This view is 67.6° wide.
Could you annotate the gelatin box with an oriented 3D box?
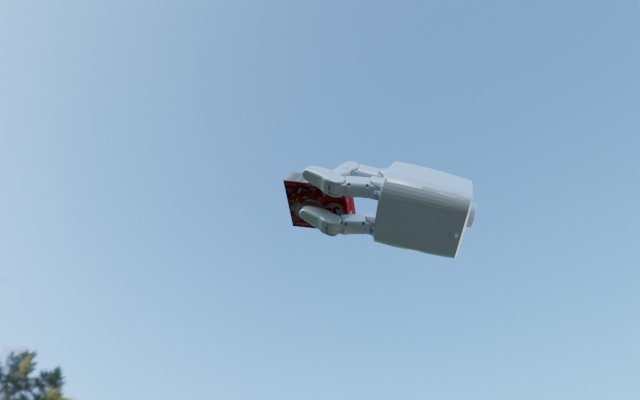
[{"bbox_3d":[0.000,0.002,0.634,0.089,0.073,0.030,6,33,25],"label":"gelatin box"}]
